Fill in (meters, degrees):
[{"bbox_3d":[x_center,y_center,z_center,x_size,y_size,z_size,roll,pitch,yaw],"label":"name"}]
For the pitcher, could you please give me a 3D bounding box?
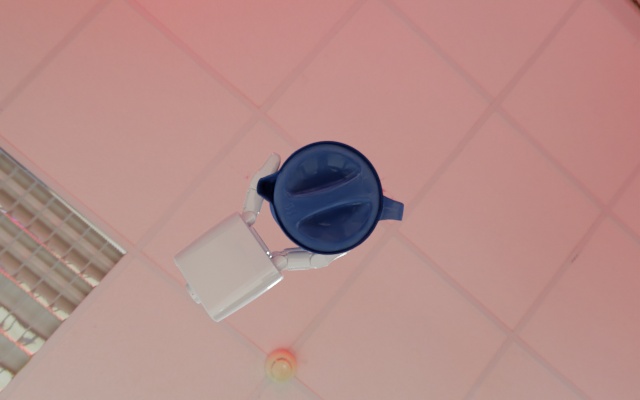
[{"bbox_3d":[0.000,0.002,0.668,0.145,0.149,0.243,-37,5,-9],"label":"pitcher"}]
